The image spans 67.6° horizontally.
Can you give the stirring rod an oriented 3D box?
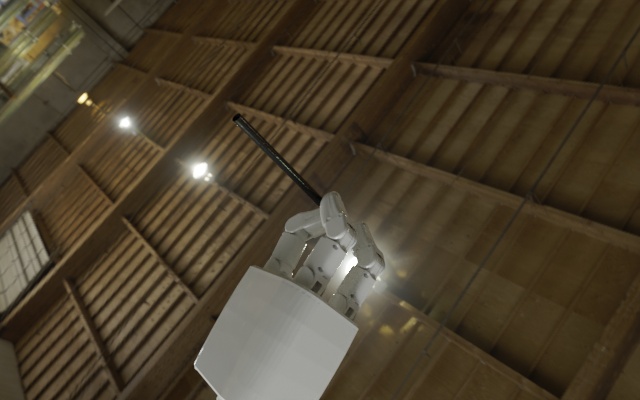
[{"bbox_3d":[0.000,0.001,0.441,0.011,0.011,0.240,0,-33,39],"label":"stirring rod"}]
